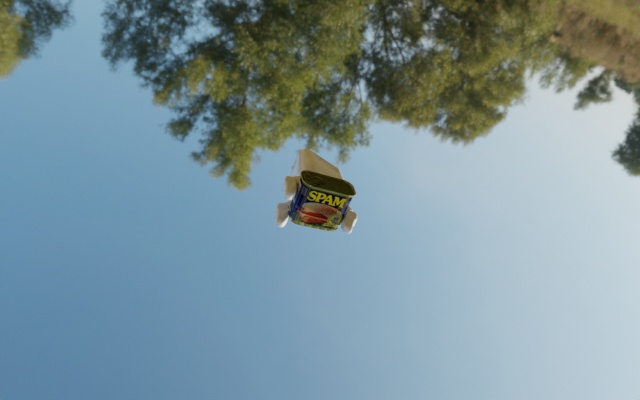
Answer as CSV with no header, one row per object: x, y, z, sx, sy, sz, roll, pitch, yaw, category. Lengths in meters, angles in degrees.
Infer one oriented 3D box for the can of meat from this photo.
0.000,0.003,0.856,0.102,0.084,0.057,14,28,-18,can of meat
